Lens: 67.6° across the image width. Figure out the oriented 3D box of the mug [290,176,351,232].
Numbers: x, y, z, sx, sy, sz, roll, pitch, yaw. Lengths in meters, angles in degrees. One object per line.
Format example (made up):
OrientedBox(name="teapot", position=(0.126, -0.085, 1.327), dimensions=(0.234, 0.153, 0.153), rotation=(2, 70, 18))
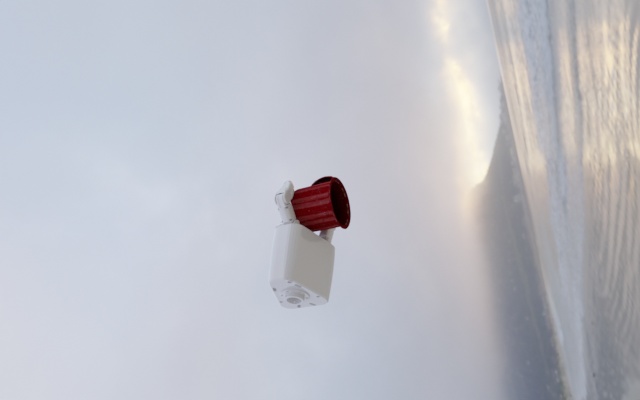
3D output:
OrientedBox(name="mug", position=(0.000, 0.002, 0.854), dimensions=(0.081, 0.117, 0.093), rotation=(-13, -42, 22))
